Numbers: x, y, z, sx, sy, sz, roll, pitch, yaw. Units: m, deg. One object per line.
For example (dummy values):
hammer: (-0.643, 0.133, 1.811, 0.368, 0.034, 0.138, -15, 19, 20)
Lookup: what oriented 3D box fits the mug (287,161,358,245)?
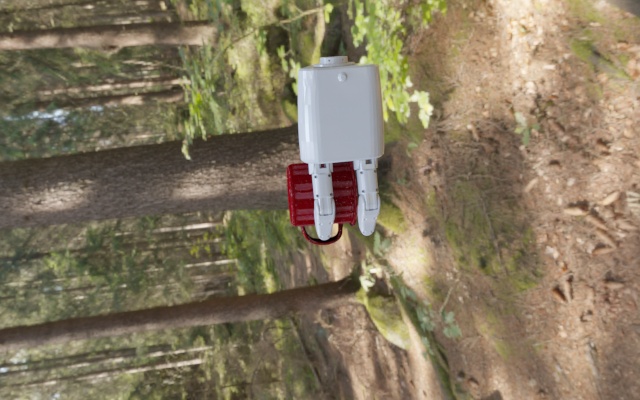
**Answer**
mug: (0.000, 0.003, 0.624, 0.081, 0.117, 0.093, -4, 17, -6)
